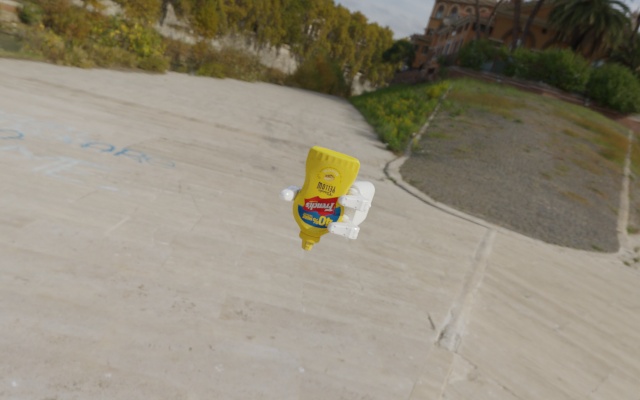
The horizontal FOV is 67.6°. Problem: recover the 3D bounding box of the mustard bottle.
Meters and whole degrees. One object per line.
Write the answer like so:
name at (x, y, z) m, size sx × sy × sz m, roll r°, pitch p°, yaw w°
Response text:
mustard bottle at (0.000, 0.003, 0.886) m, size 0.096 × 0.192 × 0.058 m, roll 16°, pitch 13°, yaw -6°
